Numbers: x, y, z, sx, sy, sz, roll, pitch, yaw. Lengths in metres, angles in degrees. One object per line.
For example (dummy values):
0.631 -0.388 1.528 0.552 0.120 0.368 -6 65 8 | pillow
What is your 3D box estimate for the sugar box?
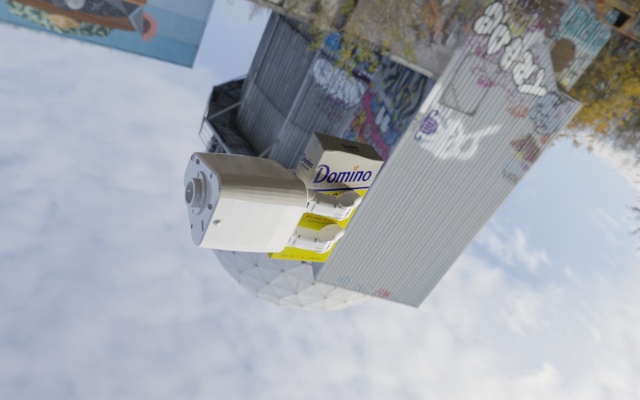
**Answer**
0.000 0.002 0.625 0.093 0.176 0.048 8 36 -32 | sugar box
